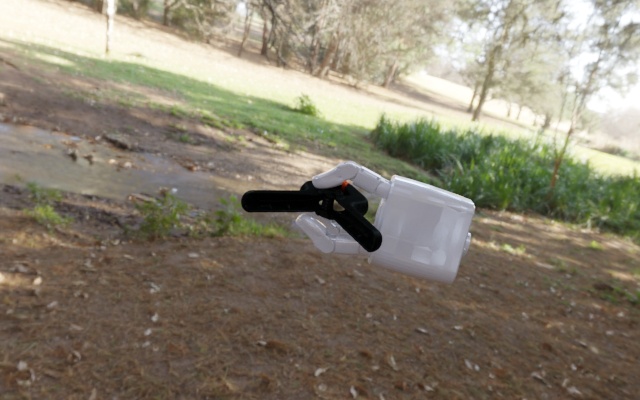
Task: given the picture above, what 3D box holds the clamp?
[{"bbox_3d":[0.001,0.001,0.610,0.164,0.036,0.210,17,16,4],"label":"clamp"}]
